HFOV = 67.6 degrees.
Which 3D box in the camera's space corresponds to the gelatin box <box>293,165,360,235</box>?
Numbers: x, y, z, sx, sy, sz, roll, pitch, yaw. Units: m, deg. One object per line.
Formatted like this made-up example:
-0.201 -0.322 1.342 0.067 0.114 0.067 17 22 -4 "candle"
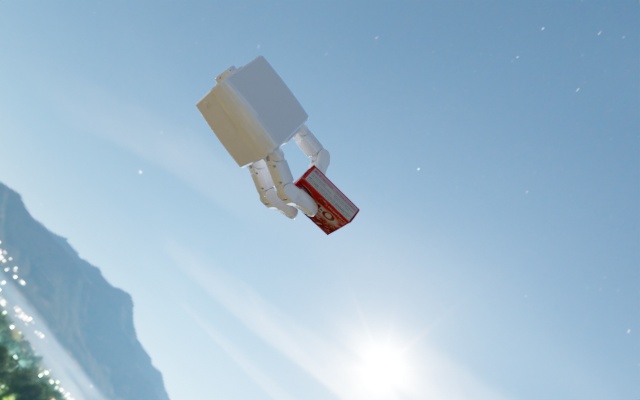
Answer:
0.001 0.002 0.655 0.030 0.089 0.073 -50 6 -29 "gelatin box"
